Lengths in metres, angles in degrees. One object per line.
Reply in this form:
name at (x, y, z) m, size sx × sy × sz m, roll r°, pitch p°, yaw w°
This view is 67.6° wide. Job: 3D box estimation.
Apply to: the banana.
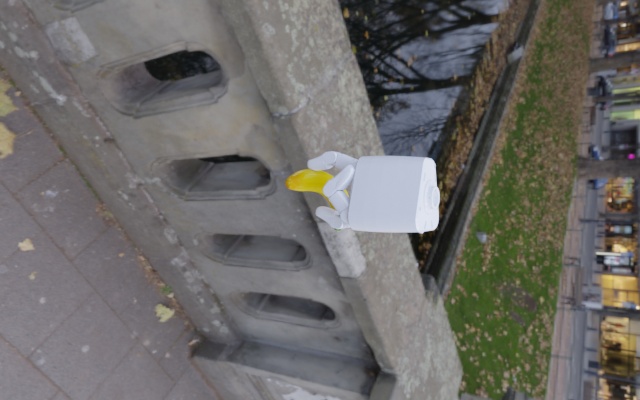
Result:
banana at (0.006, -0.013, 0.814) m, size 0.037 × 0.069 × 0.198 m, roll 4°, pitch -23°, yaw 32°
